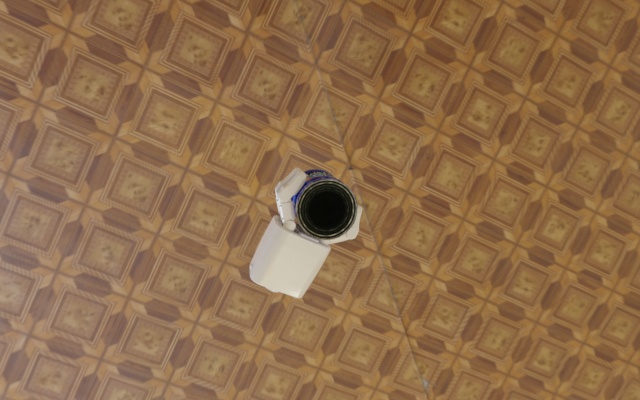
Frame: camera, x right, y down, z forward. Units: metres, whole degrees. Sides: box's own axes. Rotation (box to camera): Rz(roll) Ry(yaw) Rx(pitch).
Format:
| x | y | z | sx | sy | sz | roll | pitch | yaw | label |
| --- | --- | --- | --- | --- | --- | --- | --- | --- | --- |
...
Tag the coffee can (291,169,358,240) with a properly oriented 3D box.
| x | y | z | sx | sy | sz | roll | pitch | yaw | label |
| --- | --- | --- | --- | --- | --- | --- | --- | --- | --- |
| 0.000 | 0.003 | 0.843 | 0.103 | 0.103 | 0.140 | 0 | 10 | -9 | coffee can |
